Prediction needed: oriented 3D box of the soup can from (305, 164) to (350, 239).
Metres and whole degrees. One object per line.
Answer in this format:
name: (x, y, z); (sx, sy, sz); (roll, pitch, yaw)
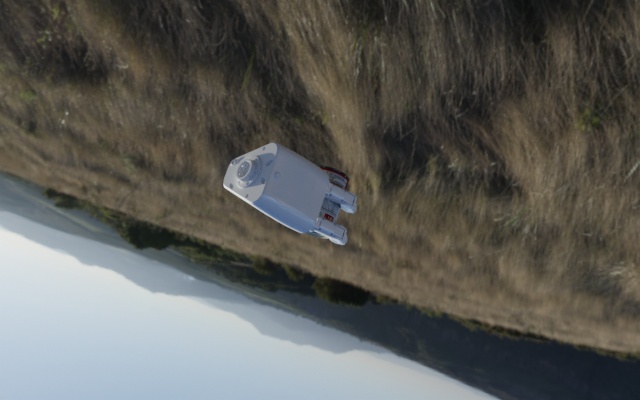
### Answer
soup can: (0.000, 0.003, 0.764); (0.068, 0.102, 0.068); (17, -14, 4)
